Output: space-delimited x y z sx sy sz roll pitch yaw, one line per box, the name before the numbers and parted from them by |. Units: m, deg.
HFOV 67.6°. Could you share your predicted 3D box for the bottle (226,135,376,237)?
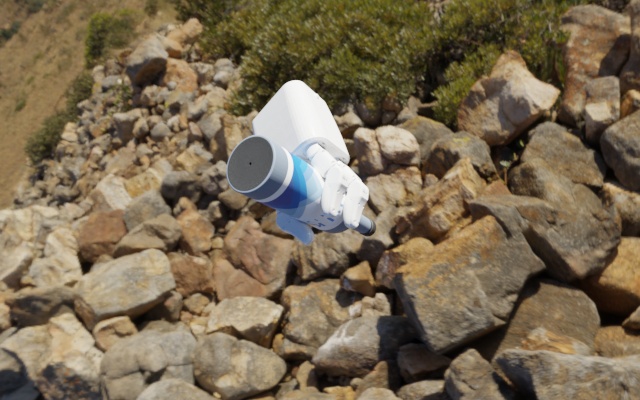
bottle | 0.000 0.002 0.626 0.069 0.069 0.296 0 -16 32
